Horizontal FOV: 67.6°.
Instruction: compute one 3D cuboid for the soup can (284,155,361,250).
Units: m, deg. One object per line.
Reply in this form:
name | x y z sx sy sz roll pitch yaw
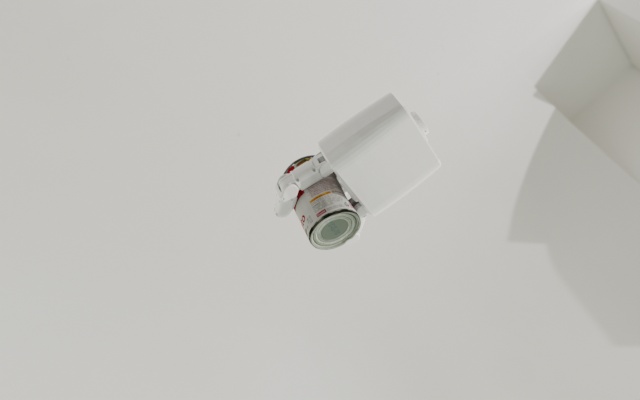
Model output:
soup can | 0.000 0.002 0.590 0.068 0.068 0.102 0 43 -30
